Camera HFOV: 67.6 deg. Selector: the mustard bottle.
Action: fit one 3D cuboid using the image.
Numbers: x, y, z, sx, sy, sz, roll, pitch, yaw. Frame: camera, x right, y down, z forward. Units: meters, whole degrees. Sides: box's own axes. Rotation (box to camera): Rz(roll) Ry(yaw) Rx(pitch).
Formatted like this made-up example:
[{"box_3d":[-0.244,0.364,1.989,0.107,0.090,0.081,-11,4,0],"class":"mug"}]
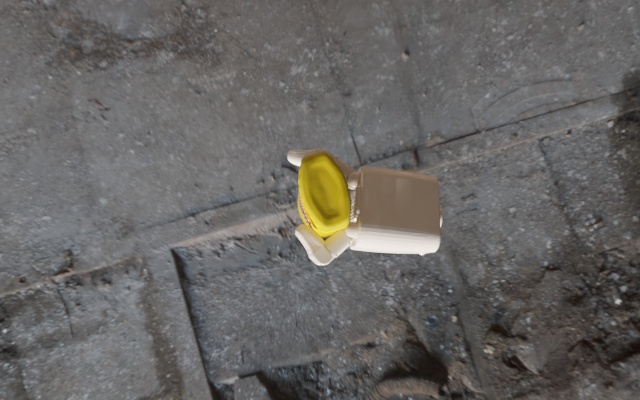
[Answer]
[{"box_3d":[0.000,0.002,0.655,0.058,0.096,0.191,-19,-7,-6],"class":"mustard bottle"}]
